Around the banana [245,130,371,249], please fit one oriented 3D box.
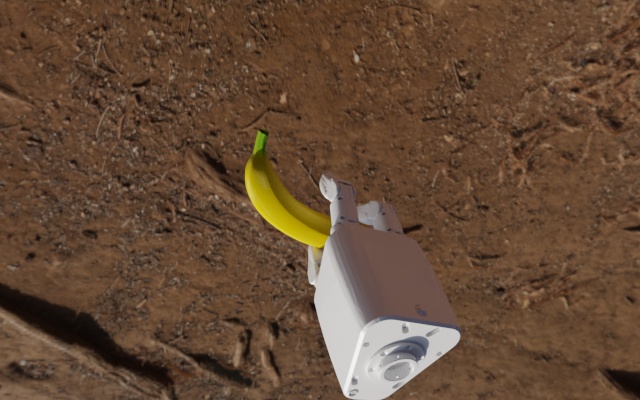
[{"bbox_3d":[-0.016,0.012,0.516,0.198,0.069,0.037,41,15,-33],"label":"banana"}]
